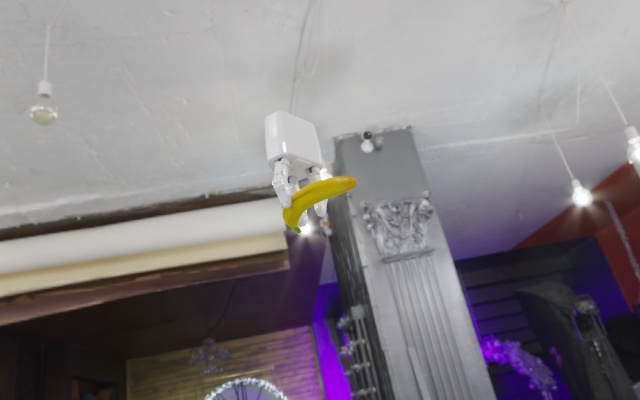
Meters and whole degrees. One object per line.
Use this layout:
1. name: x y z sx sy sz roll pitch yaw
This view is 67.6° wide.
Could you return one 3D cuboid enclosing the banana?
1. banana: -0.017 0.001 0.878 0.069 0.037 0.198 13 -35 -32
